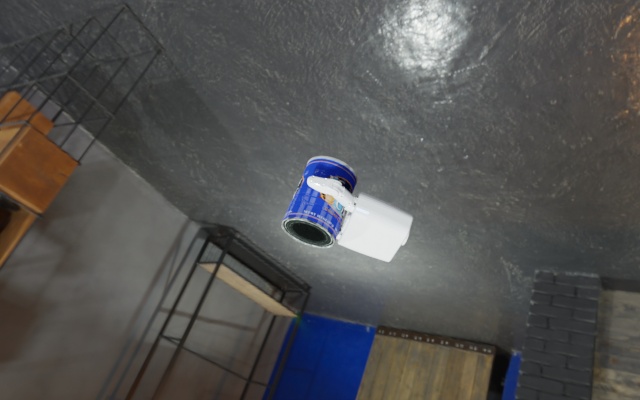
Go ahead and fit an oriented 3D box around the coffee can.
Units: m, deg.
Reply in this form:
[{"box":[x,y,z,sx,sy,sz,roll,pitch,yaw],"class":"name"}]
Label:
[{"box":[0.000,0.003,0.886,0.103,0.140,0.103,17,-28,9],"class":"coffee can"}]
